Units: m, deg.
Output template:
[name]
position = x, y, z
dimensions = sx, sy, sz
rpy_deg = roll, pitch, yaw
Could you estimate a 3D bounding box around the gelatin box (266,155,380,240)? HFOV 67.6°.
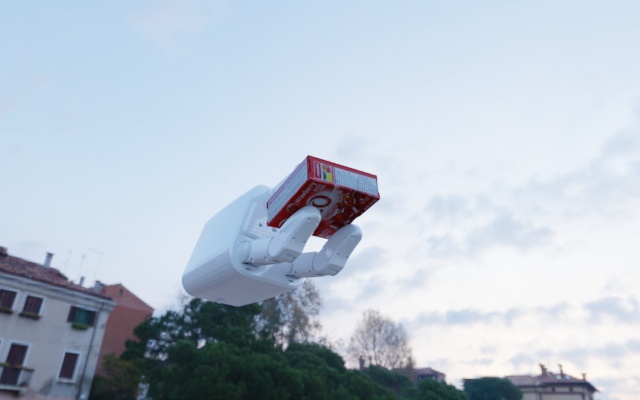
[gelatin box]
position = 0.000, 0.001, 0.442
dimensions = 0.073, 0.030, 0.089
rpy_deg = 15, -37, -26
